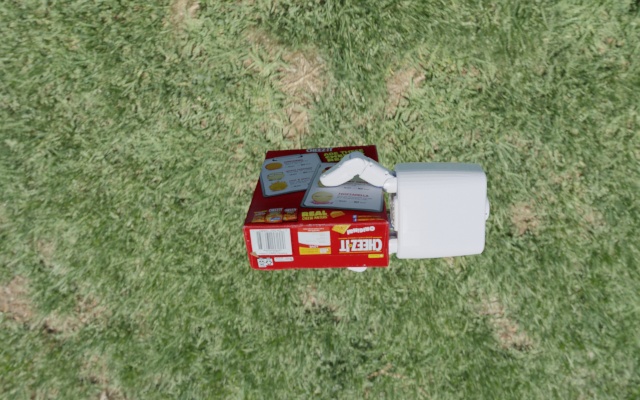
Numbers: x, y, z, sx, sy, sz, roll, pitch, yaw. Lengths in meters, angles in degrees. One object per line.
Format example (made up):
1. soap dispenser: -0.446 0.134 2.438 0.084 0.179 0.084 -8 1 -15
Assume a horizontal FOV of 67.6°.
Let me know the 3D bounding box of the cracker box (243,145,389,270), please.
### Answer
1. cracker box: 0.000 0.002 0.627 0.164 0.072 0.213 -2 29 3
